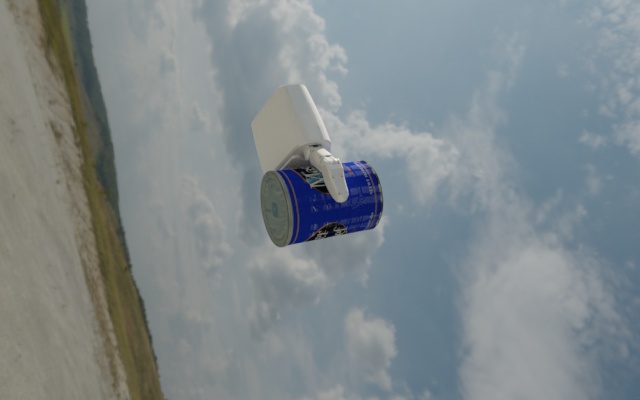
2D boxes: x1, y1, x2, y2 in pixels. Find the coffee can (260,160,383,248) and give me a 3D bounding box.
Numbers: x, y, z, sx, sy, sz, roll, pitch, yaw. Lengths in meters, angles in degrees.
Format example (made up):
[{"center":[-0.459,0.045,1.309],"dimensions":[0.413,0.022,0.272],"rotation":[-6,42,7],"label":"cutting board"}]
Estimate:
[{"center":[0.000,0.002,0.660],"dimensions":[0.140,0.103,0.103],"rotation":[-9,4,-25],"label":"coffee can"}]
